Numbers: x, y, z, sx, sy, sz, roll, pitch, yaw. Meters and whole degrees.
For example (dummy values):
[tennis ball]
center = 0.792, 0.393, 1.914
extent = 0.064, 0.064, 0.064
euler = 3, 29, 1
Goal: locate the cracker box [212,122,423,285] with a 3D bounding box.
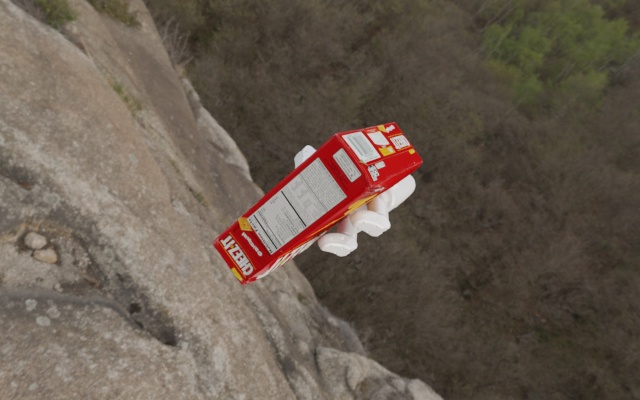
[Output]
[cracker box]
center = 0.000, 0.002, 0.569
extent = 0.214, 0.072, 0.164
euler = -39, -8, 30
